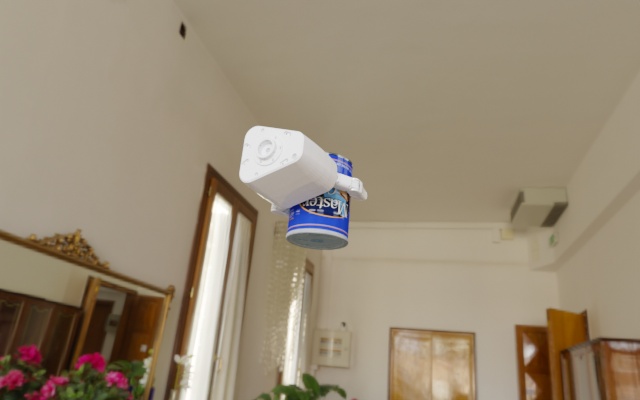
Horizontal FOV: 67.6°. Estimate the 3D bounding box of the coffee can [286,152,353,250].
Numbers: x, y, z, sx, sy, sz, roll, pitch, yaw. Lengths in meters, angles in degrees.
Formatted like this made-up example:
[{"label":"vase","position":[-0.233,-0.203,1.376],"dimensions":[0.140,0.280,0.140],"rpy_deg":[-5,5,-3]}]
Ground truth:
[{"label":"coffee can","position":[0.000,0.003,0.806],"dimensions":[0.103,0.140,0.103],"rpy_deg":[4,-20,2]}]
